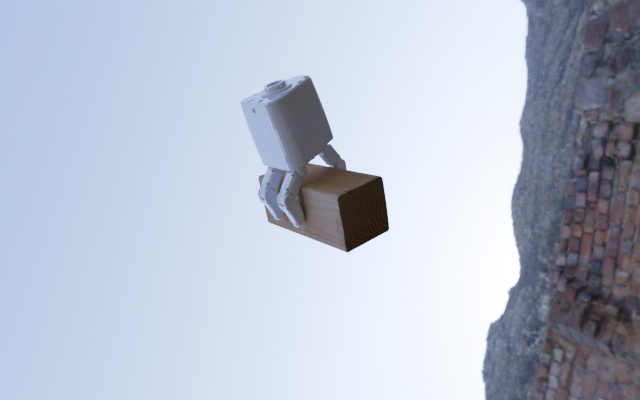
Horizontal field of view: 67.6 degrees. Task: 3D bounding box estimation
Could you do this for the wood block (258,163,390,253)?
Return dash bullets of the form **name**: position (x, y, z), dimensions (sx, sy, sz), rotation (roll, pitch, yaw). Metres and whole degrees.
- **wood block**: position (0.000, 0.002, 0.757), dimensions (0.091, 0.090, 0.206), rotation (-25, 25, -32)
